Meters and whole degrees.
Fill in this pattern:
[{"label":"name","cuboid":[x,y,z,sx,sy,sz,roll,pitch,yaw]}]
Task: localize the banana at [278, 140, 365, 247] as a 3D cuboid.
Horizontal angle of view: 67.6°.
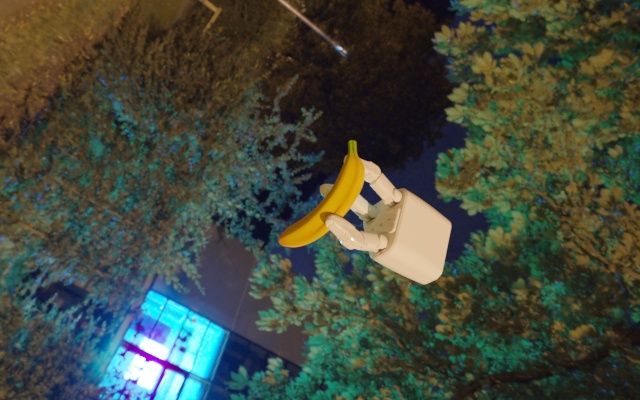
[{"label":"banana","cuboid":[0.007,0.010,0.686,0.037,0.198,0.069,27,22,-30]}]
